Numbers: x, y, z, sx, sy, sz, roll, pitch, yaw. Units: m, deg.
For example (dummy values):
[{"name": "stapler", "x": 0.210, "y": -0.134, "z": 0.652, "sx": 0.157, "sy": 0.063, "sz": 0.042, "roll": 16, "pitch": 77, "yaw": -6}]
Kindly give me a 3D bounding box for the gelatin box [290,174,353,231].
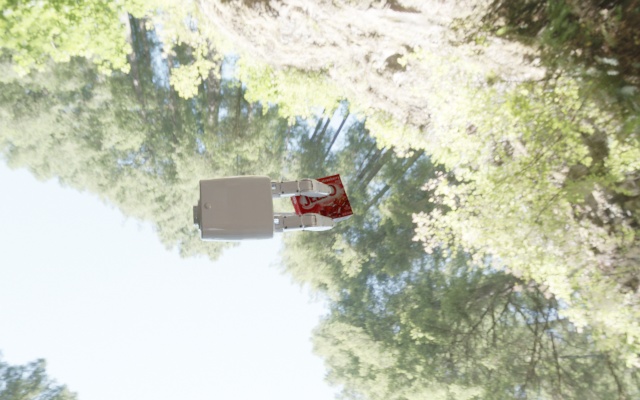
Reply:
[{"name": "gelatin box", "x": 0.000, "y": 0.003, "z": 0.776, "sx": 0.089, "sy": 0.073, "sz": 0.030, "roll": -14, "pitch": -13, "yaw": -23}]
